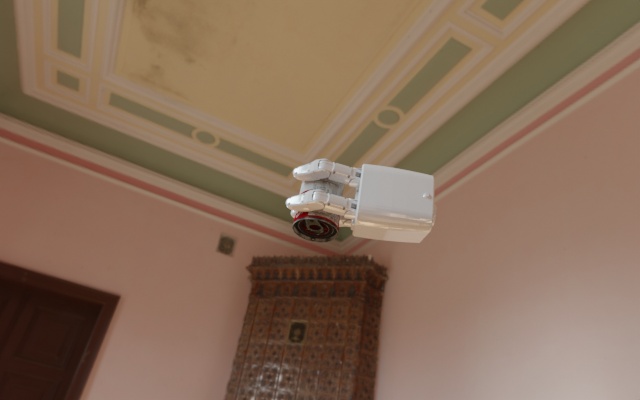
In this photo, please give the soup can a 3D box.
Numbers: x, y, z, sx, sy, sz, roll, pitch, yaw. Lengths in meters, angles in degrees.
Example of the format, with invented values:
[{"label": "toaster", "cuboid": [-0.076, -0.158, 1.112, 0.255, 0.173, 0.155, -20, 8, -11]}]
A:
[{"label": "soup can", "cuboid": [0.000, 0.002, 0.720, 0.068, 0.102, 0.068, 7, -32, 5]}]
